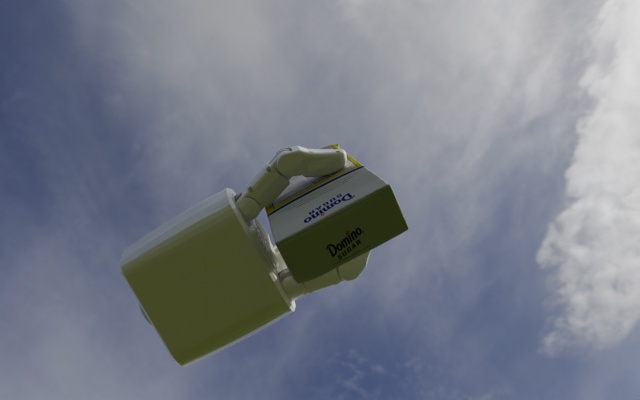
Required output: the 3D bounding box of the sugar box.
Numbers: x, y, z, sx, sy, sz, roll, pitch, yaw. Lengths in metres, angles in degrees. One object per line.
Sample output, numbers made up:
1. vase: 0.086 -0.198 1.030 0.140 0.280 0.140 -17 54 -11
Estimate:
1. sugar box: 0.000 0.002 0.417 0.093 0.048 0.176 -27 22 -2
